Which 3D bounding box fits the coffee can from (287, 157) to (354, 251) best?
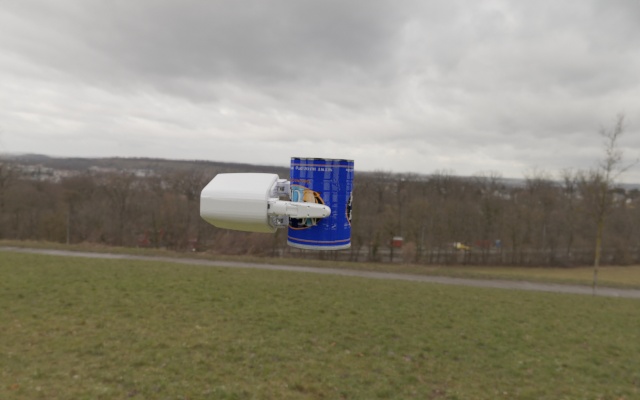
[{"bbox_3d":[0.000,0.003,0.766,0.103,0.140,0.103,2,4,0],"label":"coffee can"}]
